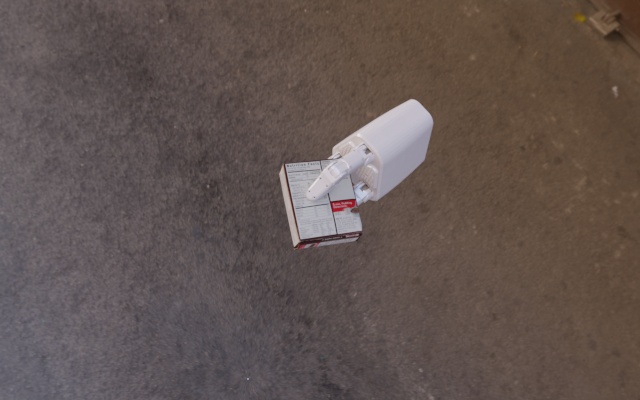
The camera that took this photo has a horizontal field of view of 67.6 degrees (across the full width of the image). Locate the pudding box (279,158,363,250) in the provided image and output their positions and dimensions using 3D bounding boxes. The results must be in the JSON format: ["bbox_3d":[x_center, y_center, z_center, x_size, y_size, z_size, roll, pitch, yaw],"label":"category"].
[{"bbox_3d":[0.000,0.002,0.630,0.090,0.113,0.039,-7,-21,-15],"label":"pudding box"}]
